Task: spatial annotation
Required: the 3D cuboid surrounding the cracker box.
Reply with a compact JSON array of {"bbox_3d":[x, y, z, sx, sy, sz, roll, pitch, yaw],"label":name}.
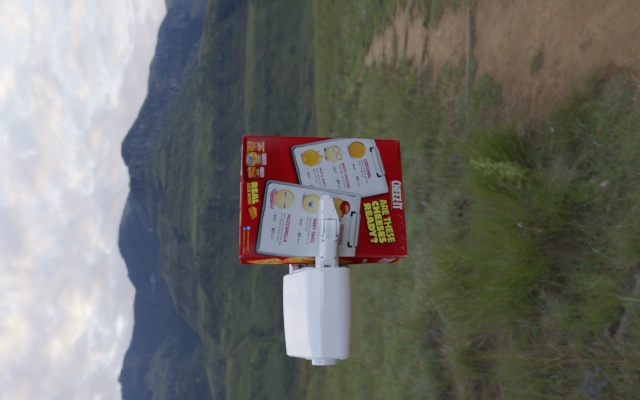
[{"bbox_3d":[0.000,0.002,0.645,0.214,0.164,0.072,1,-15,-8],"label":"cracker box"}]
